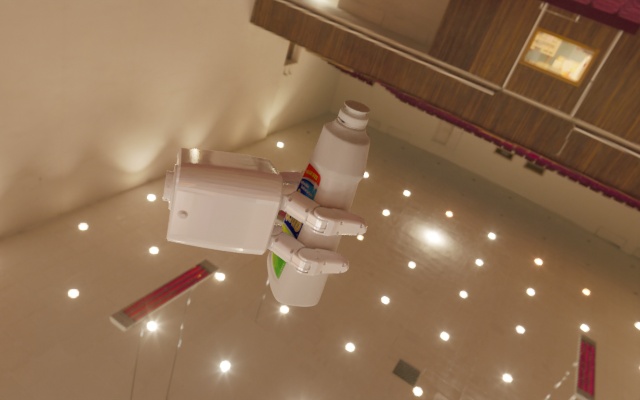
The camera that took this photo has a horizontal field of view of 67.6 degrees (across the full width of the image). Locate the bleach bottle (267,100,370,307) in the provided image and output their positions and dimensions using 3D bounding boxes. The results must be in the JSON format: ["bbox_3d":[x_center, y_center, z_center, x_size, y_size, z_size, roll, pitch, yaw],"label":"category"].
[{"bbox_3d":[0.000,0.002,0.554,0.068,0.251,0.102,9,32,-17],"label":"bleach bottle"}]
